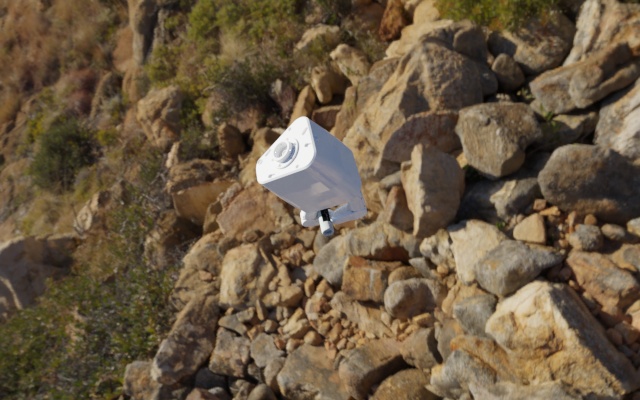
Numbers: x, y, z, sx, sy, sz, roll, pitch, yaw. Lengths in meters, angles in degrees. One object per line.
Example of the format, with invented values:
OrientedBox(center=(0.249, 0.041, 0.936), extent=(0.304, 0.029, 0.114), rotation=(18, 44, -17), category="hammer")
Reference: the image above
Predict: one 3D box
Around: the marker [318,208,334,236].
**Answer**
OrientedBox(center=(0.000, 0.003, 0.770), extent=(0.020, 0.121, 0.020), rotation=(-9, -37, -7), category="marker")
